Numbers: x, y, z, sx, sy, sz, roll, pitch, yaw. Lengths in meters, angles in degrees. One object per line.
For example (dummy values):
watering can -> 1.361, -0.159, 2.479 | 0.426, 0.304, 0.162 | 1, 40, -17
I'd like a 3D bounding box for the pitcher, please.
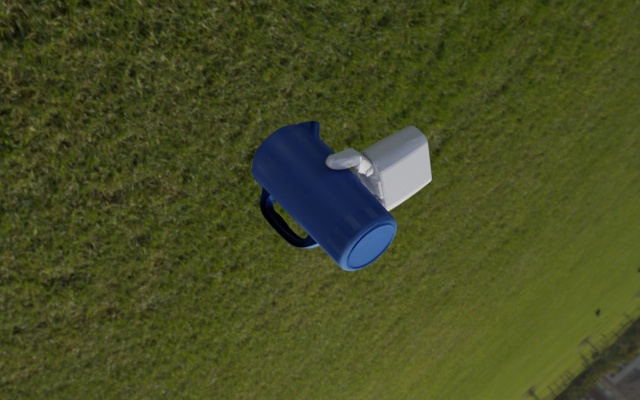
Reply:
pitcher -> 0.000, 0.002, 0.765 | 0.145, 0.149, 0.242 | -30, 55, -19
